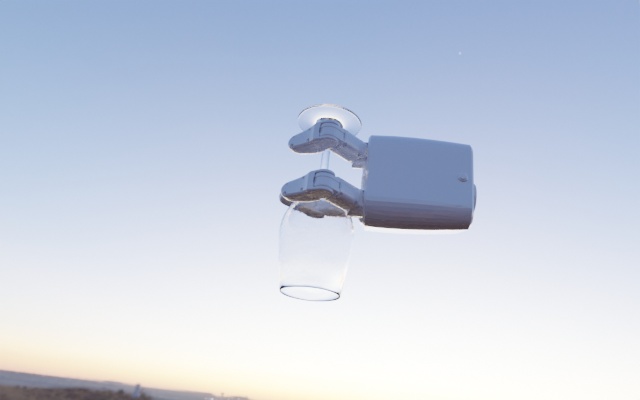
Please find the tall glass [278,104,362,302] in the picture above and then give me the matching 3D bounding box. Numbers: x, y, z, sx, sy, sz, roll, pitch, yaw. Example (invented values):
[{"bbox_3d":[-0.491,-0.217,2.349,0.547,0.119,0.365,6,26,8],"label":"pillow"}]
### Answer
[{"bbox_3d":[0.000,0.001,0.509,0.079,0.201,0.079,6,-23,3],"label":"tall glass"}]
